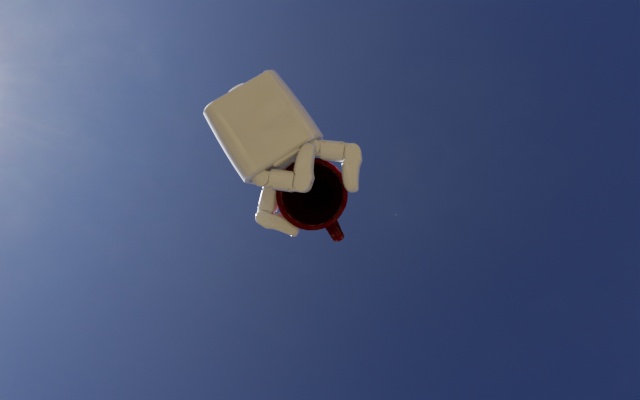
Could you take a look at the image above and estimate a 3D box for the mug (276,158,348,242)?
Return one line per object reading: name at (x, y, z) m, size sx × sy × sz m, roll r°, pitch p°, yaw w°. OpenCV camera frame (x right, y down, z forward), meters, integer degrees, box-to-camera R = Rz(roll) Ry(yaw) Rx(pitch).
mug at (0.001, 0.003, 0.646) m, size 0.093 × 0.117 × 0.081 m, roll -32°, pitch -4°, yaw 7°
